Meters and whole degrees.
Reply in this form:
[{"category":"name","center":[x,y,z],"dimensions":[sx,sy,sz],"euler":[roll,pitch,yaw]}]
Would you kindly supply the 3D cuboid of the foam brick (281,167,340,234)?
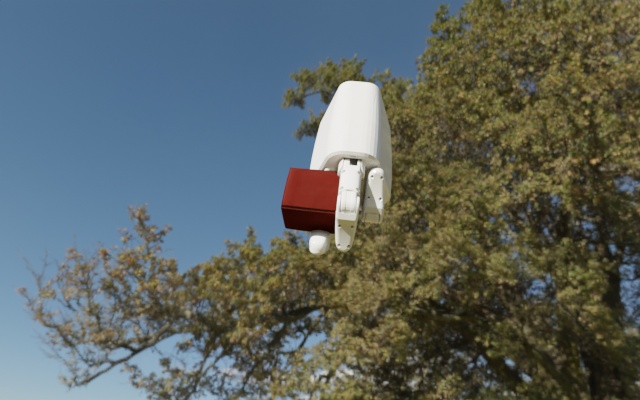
[{"category":"foam brick","center":[0.000,0.002,0.524],"dimensions":[0.078,0.051,0.053],"euler":[6,-29,3]}]
